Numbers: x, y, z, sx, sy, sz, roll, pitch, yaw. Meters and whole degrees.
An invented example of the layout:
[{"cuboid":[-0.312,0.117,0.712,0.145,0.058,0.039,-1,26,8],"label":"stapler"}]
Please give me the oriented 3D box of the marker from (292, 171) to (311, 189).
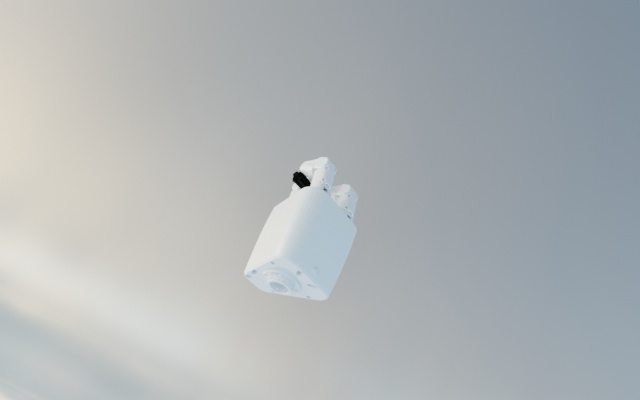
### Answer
[{"cuboid":[0.000,0.002,0.684,0.020,0.020,0.121,0,-40,49],"label":"marker"}]
